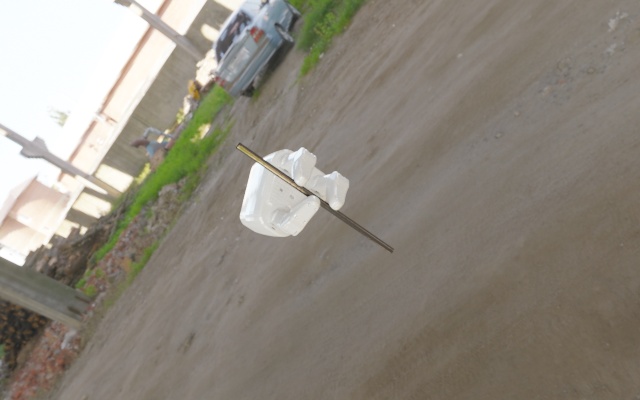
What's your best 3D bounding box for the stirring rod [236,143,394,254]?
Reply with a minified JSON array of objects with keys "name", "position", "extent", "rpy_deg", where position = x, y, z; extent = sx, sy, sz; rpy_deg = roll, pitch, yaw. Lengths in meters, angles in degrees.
[{"name":"stirring rod","position":[0.000,0.002,0.579],"extent":[0.239,0.011,0.011],"rpy_deg":[35,-14,-21]}]
